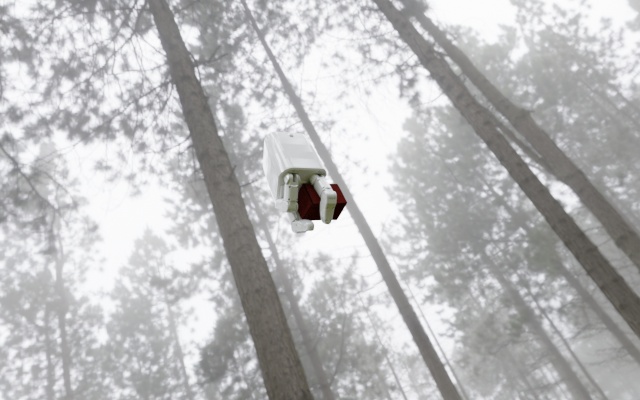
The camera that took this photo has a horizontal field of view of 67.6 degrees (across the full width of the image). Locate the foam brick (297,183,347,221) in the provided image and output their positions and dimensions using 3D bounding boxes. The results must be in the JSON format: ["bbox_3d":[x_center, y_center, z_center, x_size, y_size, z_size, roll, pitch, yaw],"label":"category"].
[{"bbox_3d":[0.000,0.003,0.897,0.078,0.051,0.053,0,-42,-32],"label":"foam brick"}]
